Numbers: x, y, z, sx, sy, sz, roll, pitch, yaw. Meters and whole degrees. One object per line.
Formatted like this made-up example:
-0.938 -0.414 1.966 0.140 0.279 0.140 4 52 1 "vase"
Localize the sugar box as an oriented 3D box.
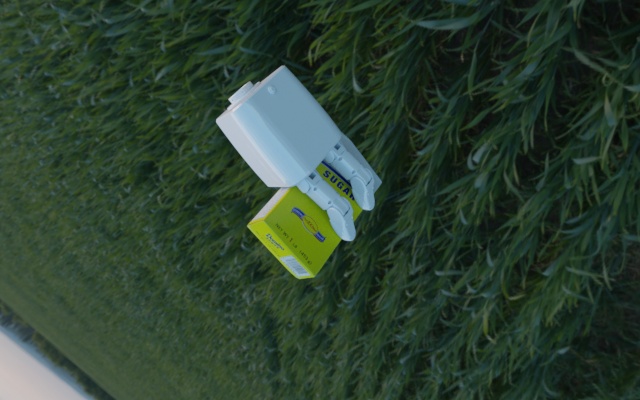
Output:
0.000 0.002 0.590 0.048 0.093 0.176 -17 29 53 "sugar box"
